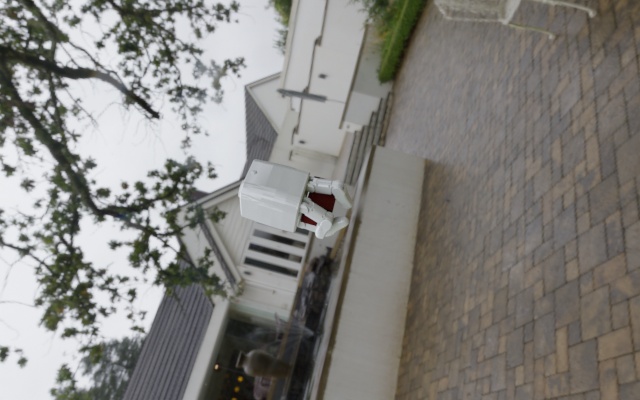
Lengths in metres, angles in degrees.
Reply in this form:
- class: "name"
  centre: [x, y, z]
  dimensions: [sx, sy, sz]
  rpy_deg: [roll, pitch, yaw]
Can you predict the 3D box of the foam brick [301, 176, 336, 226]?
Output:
- class: "foam brick"
  centre: [0.000, 0.003, 0.882]
  dimensions: [0.051, 0.053, 0.078]
  rpy_deg: [16, 45, 0]
